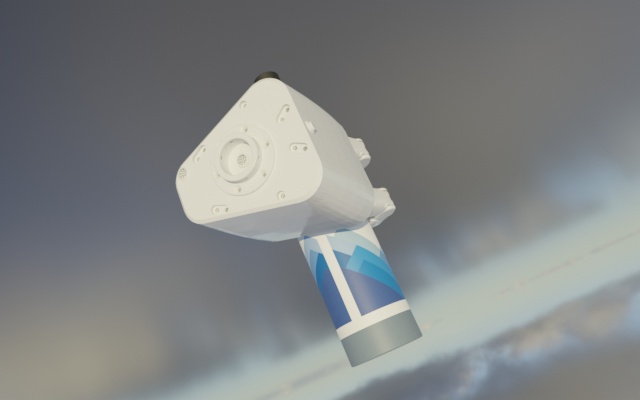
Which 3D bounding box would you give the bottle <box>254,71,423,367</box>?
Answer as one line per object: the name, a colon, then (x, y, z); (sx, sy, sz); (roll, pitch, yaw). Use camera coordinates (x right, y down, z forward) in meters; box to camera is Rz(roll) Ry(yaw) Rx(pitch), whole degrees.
bottle: (0.000, 0.002, 0.453); (0.069, 0.295, 0.069); (-22, -18, -8)
